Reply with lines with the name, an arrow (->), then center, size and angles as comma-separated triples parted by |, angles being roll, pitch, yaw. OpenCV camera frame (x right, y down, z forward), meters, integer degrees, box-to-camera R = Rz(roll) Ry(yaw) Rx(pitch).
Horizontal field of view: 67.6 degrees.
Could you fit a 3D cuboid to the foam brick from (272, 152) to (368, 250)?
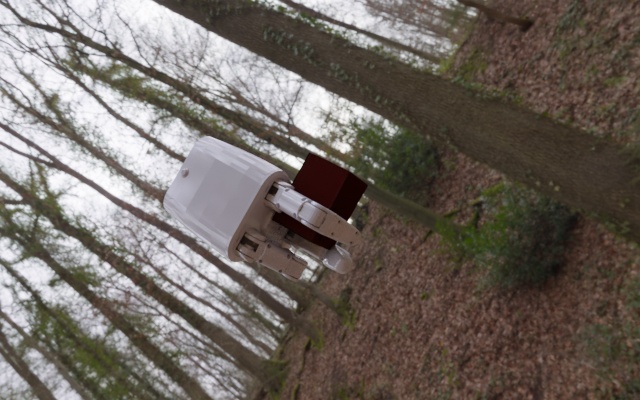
foam brick -> 0.000, 0.001, 0.472 | 0.051, 0.078, 0.053 | 29, -2, 28
